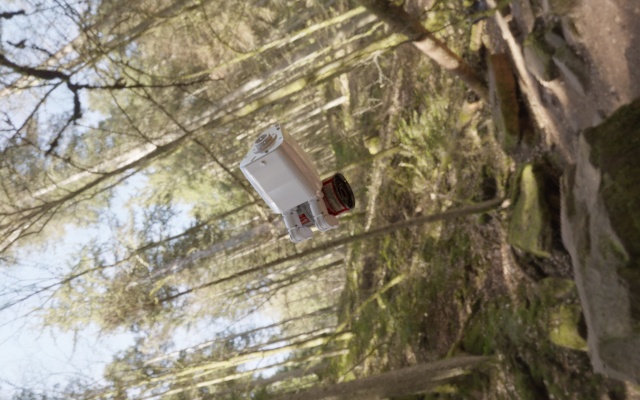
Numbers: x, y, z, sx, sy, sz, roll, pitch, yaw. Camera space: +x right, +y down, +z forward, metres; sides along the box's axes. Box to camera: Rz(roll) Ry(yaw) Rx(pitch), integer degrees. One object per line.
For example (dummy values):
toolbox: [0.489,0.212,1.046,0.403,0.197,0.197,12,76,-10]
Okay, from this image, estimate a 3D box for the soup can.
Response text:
soup can: [0.000,0.003,0.835,0.102,0.068,0.068,-25,-11,23]
